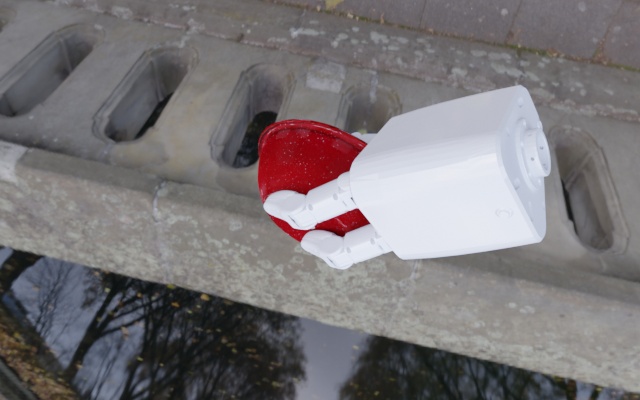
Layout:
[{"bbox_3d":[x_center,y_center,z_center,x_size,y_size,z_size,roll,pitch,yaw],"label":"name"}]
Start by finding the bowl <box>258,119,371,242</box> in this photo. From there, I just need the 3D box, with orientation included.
[{"bbox_3d":[-0.001,0.002,0.447,0.162,0.055,0.162,23,-28,13],"label":"bowl"}]
